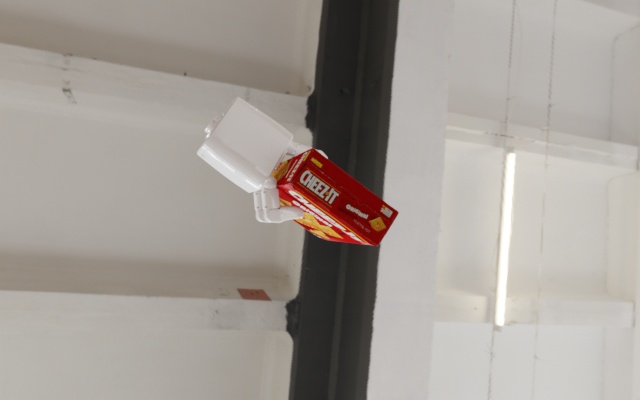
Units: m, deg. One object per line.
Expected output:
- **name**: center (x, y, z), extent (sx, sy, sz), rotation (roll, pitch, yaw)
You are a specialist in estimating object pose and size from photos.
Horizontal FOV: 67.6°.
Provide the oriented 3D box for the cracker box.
- **cracker box**: center (0.000, 0.002, 0.773), extent (0.164, 0.072, 0.213), rotation (35, -13, -15)
